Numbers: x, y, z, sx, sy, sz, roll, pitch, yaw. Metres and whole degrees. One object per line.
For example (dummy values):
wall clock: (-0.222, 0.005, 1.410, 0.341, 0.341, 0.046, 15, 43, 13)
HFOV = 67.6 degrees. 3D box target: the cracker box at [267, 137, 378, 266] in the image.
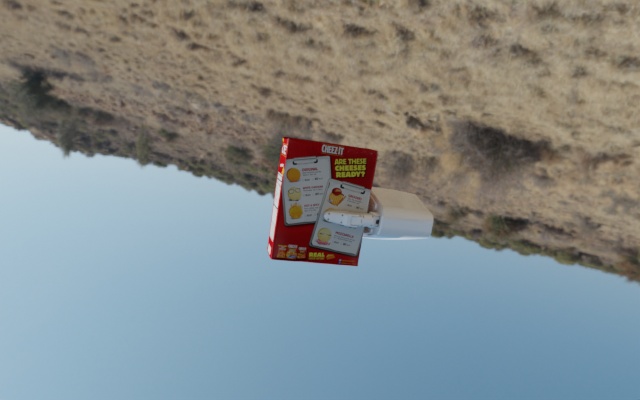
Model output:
cracker box: (0.000, 0.003, 0.856, 0.164, 0.214, 0.072, 6, 9, -16)
